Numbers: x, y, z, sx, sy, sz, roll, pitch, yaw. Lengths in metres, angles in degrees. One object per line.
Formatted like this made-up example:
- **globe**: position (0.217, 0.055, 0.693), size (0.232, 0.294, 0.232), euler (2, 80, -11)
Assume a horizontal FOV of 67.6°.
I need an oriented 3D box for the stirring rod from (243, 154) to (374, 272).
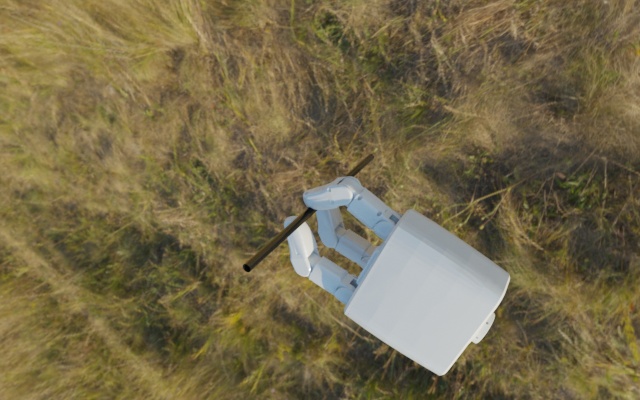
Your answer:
- **stirring rod**: position (0.000, 0.002, 0.475), size (0.011, 0.011, 0.239), euler (0, 26, 34)
